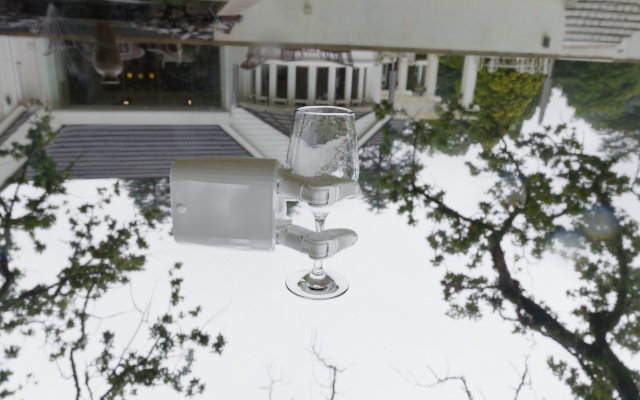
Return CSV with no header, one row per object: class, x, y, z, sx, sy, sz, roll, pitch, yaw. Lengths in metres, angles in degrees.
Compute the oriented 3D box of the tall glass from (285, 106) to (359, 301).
tall glass,0.000,0.002,0.519,0.079,0.201,0.079,3,18,-1
